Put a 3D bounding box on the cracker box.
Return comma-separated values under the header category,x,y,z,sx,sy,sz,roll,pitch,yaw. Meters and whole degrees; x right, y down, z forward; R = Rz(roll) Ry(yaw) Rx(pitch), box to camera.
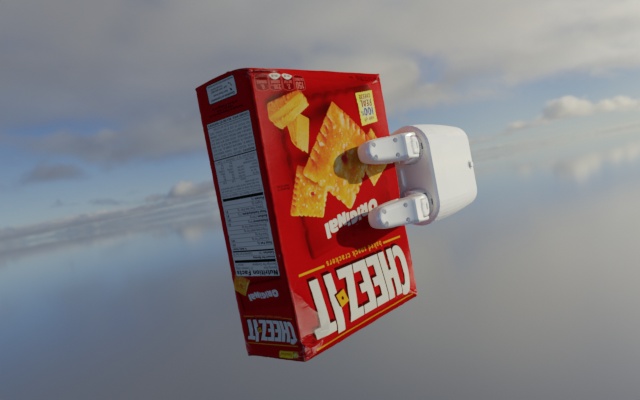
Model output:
category,x,y,z,sx,sy,sz,roll,pitch,yaw
cracker box,0.000,0.001,0.404,0.072,0.213,0.164,-9,3,42
